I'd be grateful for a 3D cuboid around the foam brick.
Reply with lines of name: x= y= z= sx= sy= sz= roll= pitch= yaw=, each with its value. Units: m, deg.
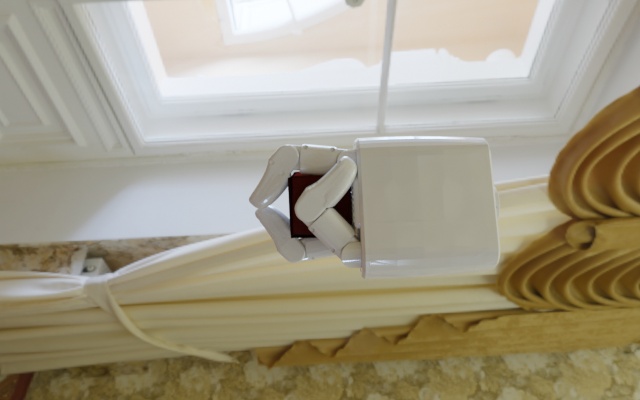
foam brick: x=0.000 y=0.001 z=0.425 sx=0.051 sy=0.053 sz=0.078 roll=-2 pitch=7 yaw=1
